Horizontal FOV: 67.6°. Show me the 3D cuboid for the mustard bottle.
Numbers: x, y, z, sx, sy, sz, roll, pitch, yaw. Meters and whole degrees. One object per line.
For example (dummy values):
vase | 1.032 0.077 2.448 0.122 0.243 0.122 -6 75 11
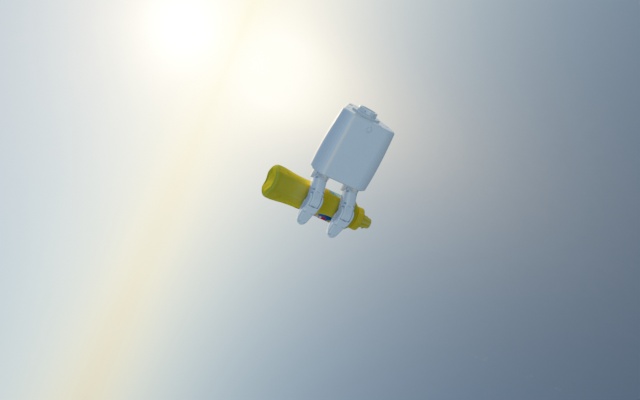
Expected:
mustard bottle | 0.000 0.003 0.797 0.191 0.058 0.096 24 -5 -16
